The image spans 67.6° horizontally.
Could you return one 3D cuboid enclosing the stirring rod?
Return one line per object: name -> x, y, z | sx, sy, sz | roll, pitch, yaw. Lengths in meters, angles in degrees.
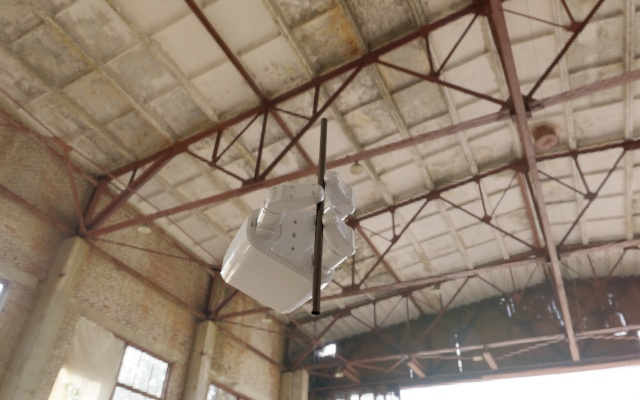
stirring rod -> 0.000, 0.002, 0.483 | 0.011, 0.239, 0.011 | 2, -38, 1
